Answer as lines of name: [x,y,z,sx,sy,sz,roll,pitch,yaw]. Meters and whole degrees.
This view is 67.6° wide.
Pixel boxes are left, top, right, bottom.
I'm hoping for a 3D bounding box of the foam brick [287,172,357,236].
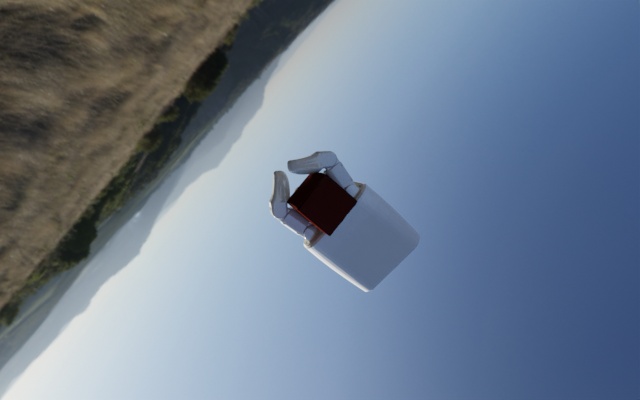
foam brick: [0.000,0.002,0.570,0.051,0.053,0.078,41,-4,-14]
